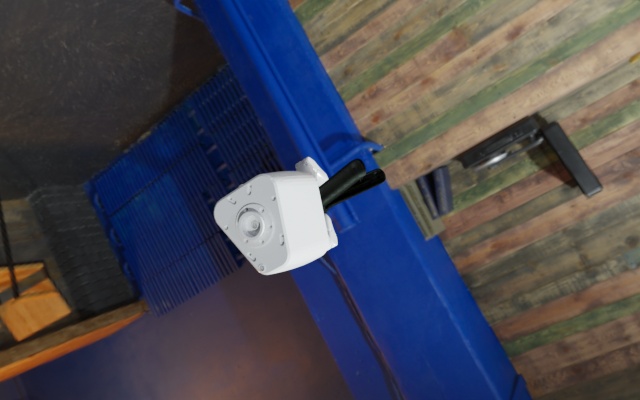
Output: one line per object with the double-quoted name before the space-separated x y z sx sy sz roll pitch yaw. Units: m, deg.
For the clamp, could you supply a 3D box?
"clamp" 0.000 0.003 0.702 0.210 0.036 0.164 -31 -11 21
